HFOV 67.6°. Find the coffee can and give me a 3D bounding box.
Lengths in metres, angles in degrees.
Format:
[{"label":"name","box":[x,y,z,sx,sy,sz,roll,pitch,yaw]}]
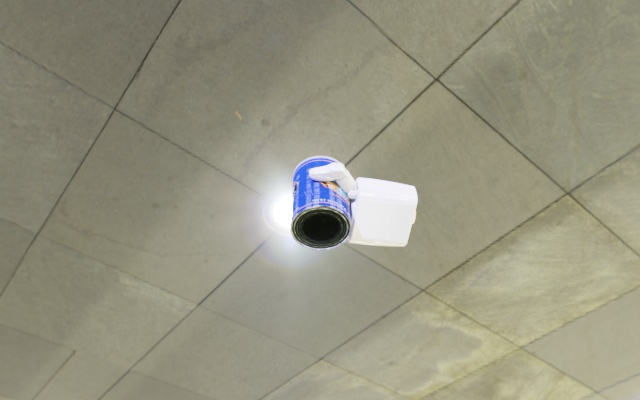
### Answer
[{"label":"coffee can","box":[0.000,0.003,0.842,0.103,0.103,0.140,0,41,-1]}]
